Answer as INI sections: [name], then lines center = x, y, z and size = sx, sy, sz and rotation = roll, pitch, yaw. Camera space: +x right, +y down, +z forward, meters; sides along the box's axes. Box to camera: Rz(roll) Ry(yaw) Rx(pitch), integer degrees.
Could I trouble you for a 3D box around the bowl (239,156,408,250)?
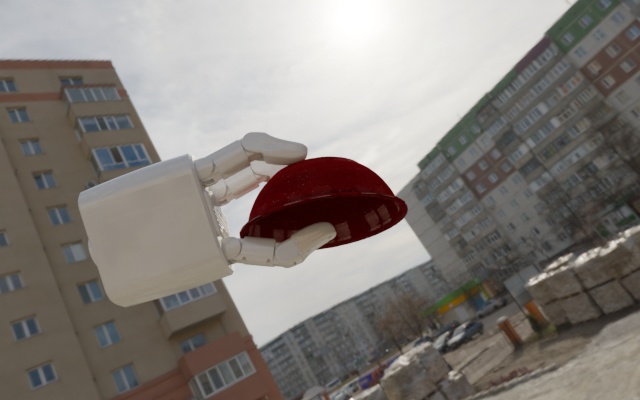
[bowl]
center = 0.001, 0.001, 0.466
size = 0.162, 0.055, 0.162
rotation = -8, -20, -3
